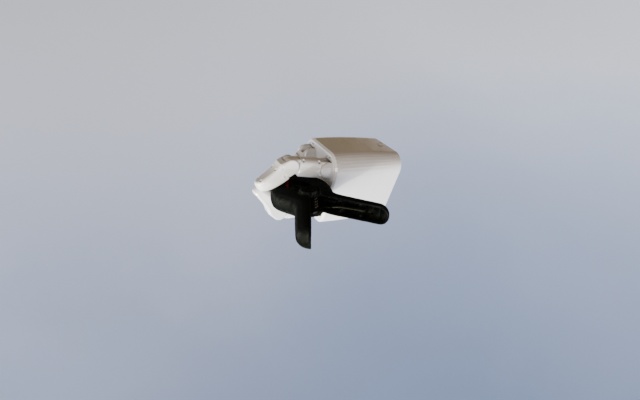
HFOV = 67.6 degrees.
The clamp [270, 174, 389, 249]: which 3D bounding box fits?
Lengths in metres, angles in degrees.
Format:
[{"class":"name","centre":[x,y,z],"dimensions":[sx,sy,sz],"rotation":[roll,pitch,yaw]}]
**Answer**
[{"class":"clamp","centre":[0.000,0.002,0.588],"dimensions":[0.120,0.039,0.171],"rotation":[-6,28,-24]}]
